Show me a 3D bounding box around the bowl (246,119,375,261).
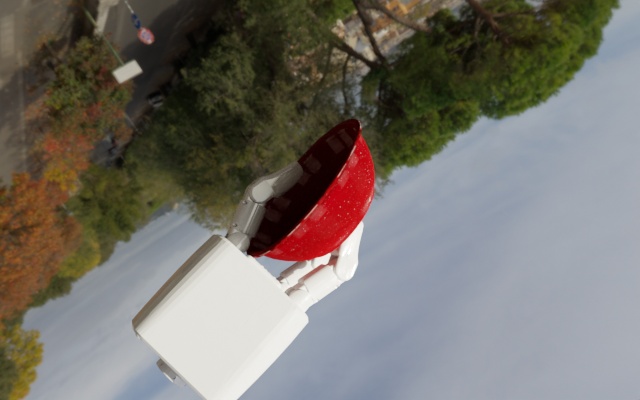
[{"bbox_3d":[0.001,0.001,0.453,0.055,0.162,0.162,38,-13,-17],"label":"bowl"}]
